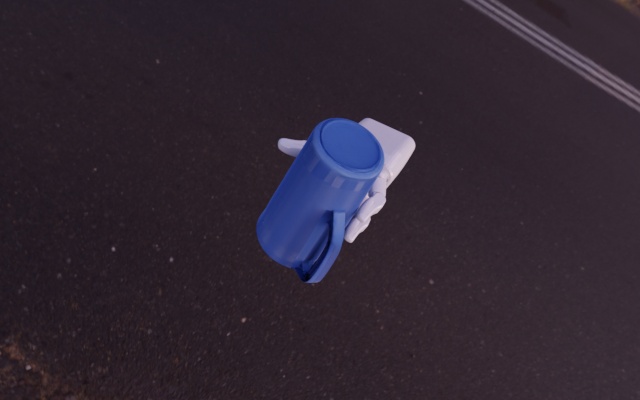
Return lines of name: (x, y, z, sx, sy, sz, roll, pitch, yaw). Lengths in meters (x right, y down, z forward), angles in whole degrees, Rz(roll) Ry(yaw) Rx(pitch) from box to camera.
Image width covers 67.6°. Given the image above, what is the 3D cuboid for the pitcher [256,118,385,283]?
pitcher: (0.000, 0.002, 0.720, 0.145, 0.149, 0.243, -46, -8, -41)
